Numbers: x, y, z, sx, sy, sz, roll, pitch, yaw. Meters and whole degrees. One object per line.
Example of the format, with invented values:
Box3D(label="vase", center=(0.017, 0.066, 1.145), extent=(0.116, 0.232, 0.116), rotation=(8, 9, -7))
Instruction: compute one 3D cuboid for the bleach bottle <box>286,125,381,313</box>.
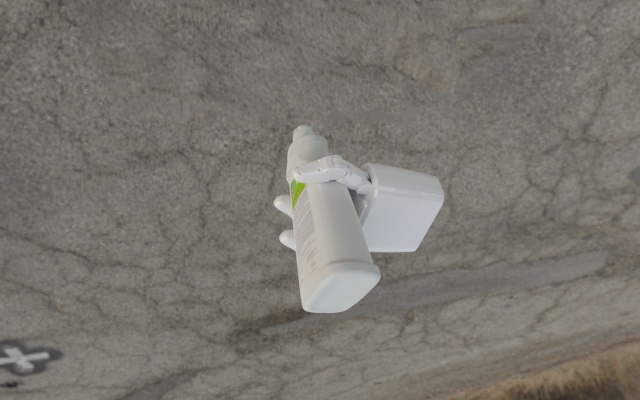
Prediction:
Box3D(label="bleach bottle", center=(0.000, 0.002, 0.583), extent=(0.068, 0.250, 0.103), rotation=(7, -38, -24))
